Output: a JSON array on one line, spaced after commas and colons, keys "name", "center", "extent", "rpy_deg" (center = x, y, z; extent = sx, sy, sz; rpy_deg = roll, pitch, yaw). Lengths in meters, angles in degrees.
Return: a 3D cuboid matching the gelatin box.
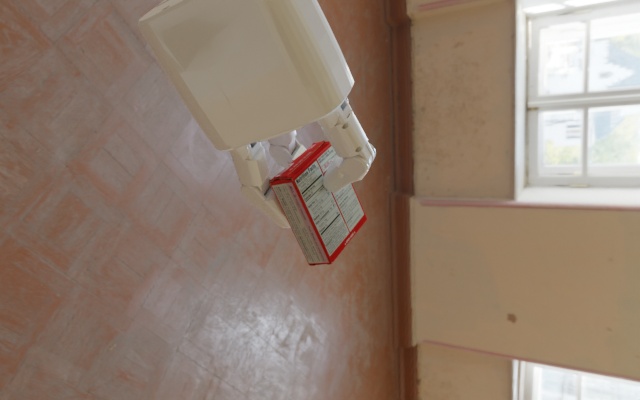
[{"name": "gelatin box", "center": [0.001, 0.002, 0.428], "extent": [0.030, 0.089, 0.073], "rpy_deg": [-8, 26, 38]}]
